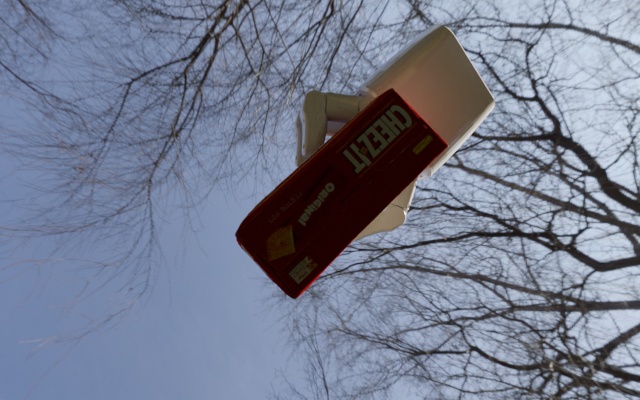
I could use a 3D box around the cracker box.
[{"bbox_3d":[0.000,0.002,0.443,0.164,0.072,0.214,-44,2,-11],"label":"cracker box"}]
